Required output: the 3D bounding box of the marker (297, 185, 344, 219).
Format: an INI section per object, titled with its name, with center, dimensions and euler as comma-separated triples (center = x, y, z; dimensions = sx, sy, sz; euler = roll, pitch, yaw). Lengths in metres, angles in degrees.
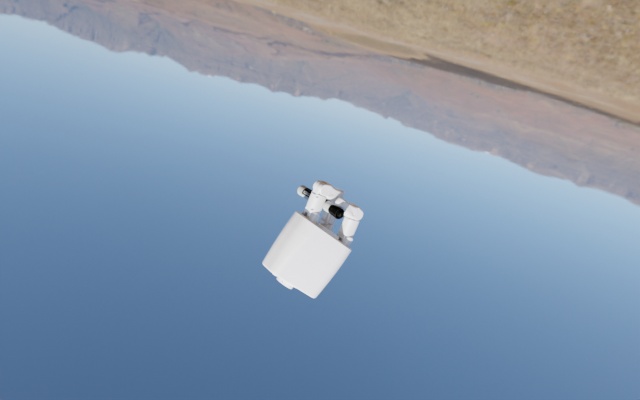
[marker]
center = 0.000, 0.003, 0.804
dimensions = 0.020, 0.020, 0.121
euler = 0, 21, -37
